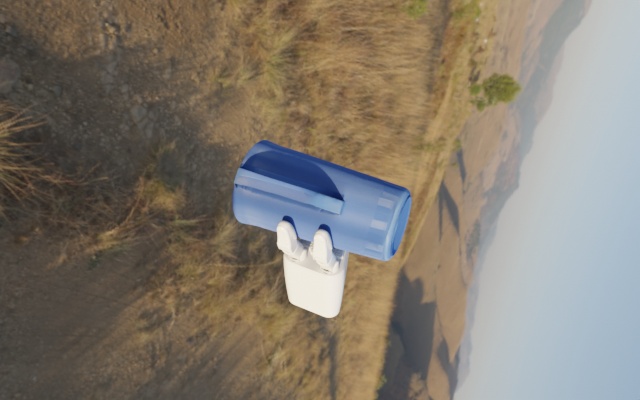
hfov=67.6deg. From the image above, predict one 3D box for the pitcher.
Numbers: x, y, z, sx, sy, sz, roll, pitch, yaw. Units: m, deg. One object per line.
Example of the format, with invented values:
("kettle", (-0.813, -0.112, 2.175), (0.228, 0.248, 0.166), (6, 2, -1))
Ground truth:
("pitcher", (0.000, 0.002, 0.694), (0.243, 0.145, 0.149), (17, 43, 18))
